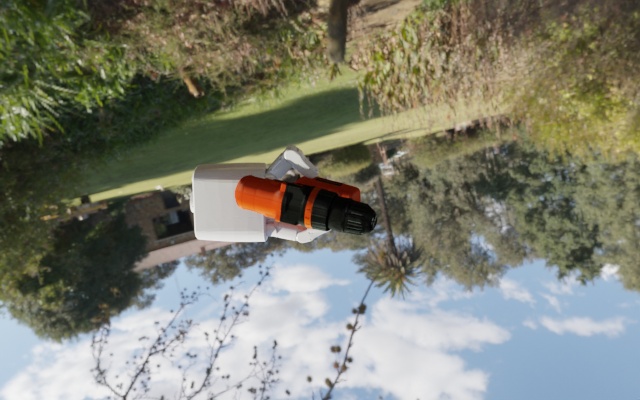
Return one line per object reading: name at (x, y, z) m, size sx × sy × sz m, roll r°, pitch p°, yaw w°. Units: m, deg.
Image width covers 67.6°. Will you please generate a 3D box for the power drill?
power drill at (0.000, 0.002, 0.657) m, size 0.184 × 0.057 × 0.187 m, roll 15°, pitch 6°, yaw 16°
